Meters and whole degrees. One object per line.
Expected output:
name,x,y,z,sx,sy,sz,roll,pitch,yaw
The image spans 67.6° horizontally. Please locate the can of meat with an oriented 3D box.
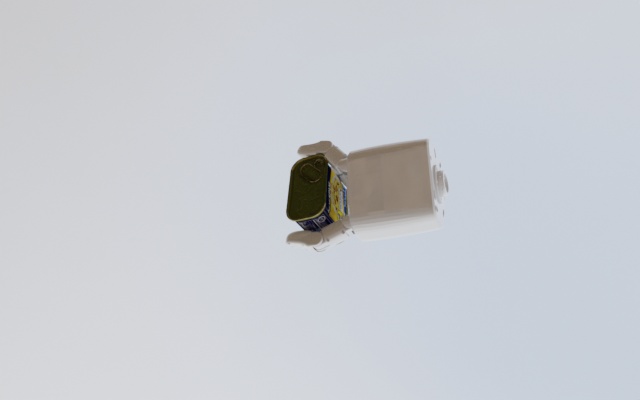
can of meat,0.000,0.002,0.660,0.057,0.102,0.084,-13,-37,23
